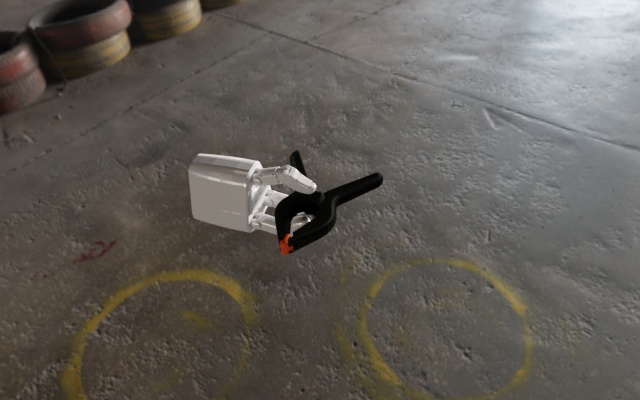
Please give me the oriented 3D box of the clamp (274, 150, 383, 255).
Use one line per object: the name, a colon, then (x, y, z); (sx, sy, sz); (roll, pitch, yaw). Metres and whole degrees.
clamp: (0.000, 0.002, 0.737); (0.164, 0.036, 0.209); (11, 45, 14)
